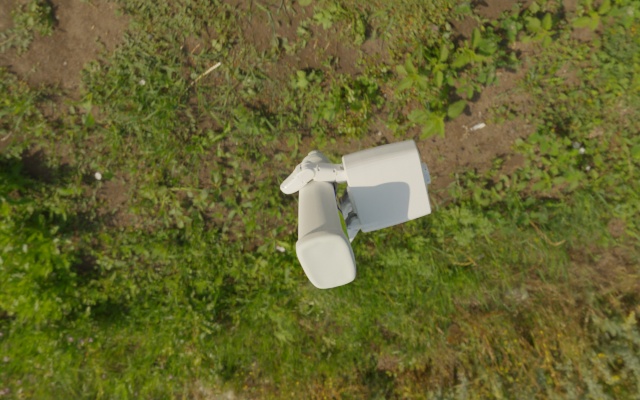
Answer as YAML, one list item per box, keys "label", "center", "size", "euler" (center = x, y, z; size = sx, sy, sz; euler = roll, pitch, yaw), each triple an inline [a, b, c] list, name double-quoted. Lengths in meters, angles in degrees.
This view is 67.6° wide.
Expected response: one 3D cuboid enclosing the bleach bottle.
- label: "bleach bottle"
  center: [0.000, 0.002, 0.705]
  size: [0.068, 0.103, 0.250]
  euler: [-15, 41, 7]
